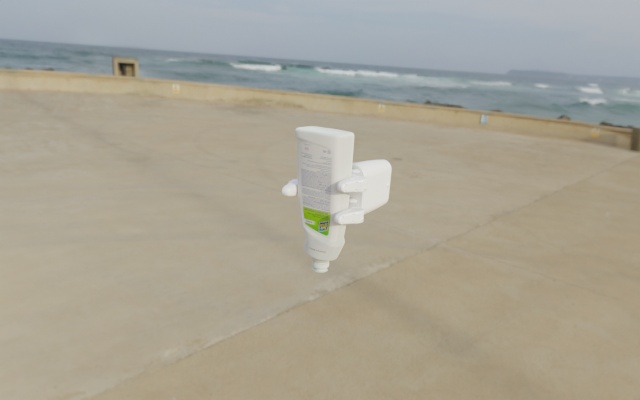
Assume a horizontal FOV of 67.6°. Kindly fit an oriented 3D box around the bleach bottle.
[{"bbox_3d":[0.000,0.003,0.833,0.102,0.251,0.068,15,20,34],"label":"bleach bottle"}]
